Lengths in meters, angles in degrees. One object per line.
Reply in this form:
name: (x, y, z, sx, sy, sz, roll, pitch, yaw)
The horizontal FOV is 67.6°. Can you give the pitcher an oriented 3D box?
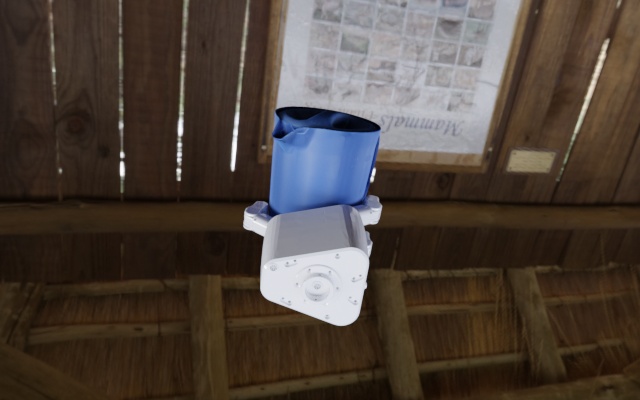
pitcher: (0.000, 0.002, 0.639, 0.149, 0.243, 0.145, 7, 21, -5)
